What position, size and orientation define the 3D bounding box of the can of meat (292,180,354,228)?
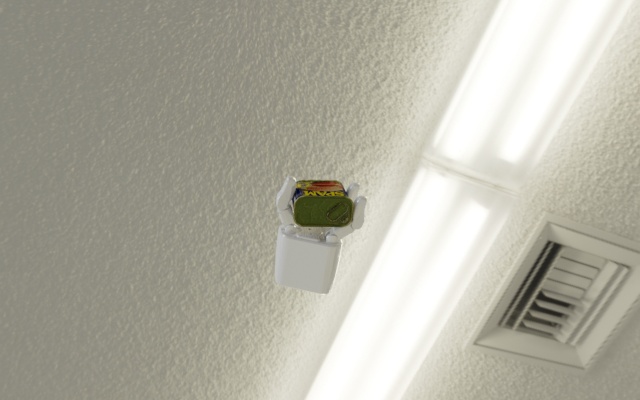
[{"bbox_3d":[0.000,0.003,0.833,0.102,0.057,0.084,1,24,-9],"label":"can of meat"}]
